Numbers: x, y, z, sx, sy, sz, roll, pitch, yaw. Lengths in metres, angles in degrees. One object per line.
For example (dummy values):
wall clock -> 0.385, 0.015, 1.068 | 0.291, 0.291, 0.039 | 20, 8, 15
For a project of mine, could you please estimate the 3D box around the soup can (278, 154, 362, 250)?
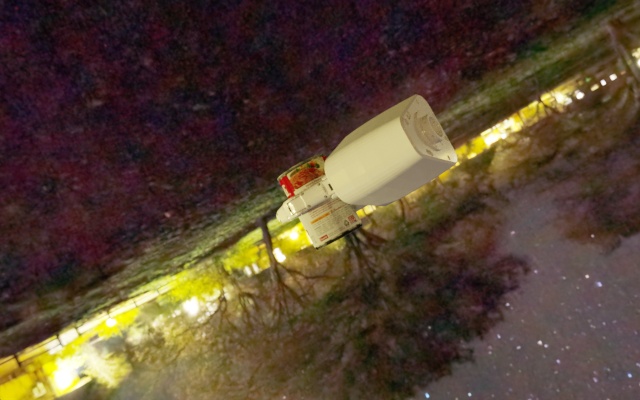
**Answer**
soup can -> 0.000, 0.002, 0.596 | 0.068, 0.102, 0.068 | -28, -3, -2
